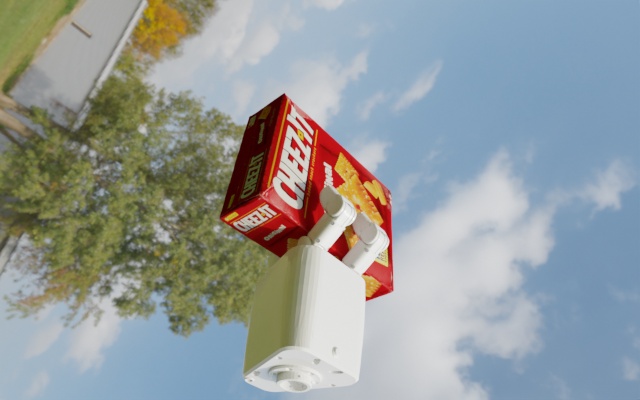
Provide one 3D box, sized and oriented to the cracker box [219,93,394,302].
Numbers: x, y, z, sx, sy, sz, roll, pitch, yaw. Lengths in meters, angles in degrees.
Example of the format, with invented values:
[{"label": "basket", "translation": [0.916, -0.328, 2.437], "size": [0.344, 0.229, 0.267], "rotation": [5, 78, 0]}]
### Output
[{"label": "cracker box", "translation": [0.000, 0.002, 0.566], "size": [0.072, 0.164, 0.214], "rotation": [-28, -51, 33]}]
